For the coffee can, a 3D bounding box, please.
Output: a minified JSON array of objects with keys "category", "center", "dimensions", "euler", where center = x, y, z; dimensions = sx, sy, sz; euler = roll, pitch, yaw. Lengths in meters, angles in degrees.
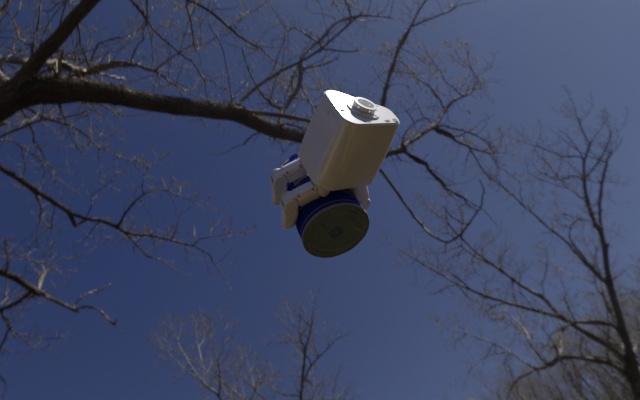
[{"category":"coffee can","center":[0.000,0.003,0.731],"dimensions":[0.103,0.103,0.140],"euler":[0,39,-26]}]
